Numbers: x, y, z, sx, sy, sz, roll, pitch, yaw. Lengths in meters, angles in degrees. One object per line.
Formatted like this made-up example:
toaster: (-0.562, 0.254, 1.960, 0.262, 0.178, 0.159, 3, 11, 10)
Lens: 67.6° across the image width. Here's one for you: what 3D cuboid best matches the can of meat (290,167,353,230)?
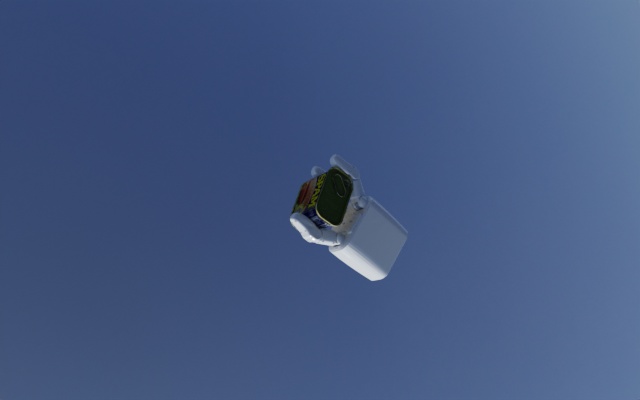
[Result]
can of meat: (0.000, 0.003, 0.813, 0.057, 0.102, 0.084, 35, -34, -25)
